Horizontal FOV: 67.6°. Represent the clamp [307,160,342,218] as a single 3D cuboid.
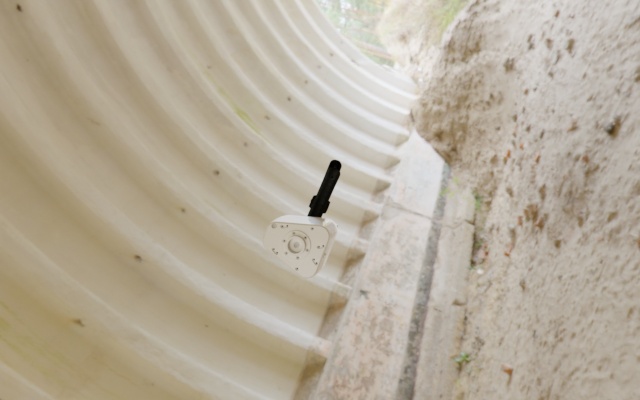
[{"bbox_3d":[0.000,0.003,0.896,0.039,0.171,0.120,21,4,5],"label":"clamp"}]
